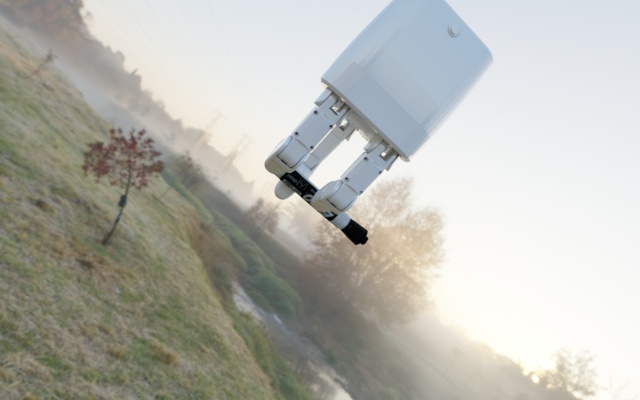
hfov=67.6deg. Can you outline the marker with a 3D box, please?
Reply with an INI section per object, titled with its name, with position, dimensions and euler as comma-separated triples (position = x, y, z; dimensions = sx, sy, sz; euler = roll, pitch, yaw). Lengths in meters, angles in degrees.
[marker]
position = 0.000, 0.002, 0.449
dimensions = 0.121, 0.020, 0.020
euler = 41, -13, -15
